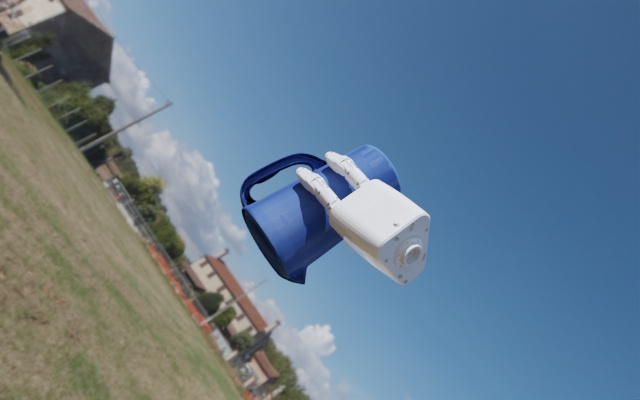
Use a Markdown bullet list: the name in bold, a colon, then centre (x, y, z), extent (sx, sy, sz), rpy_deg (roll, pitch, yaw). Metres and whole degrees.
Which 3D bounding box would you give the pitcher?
- **pitcher**: centre (0.000, 0.003, 0.766), extent (0.243, 0.149, 0.145), rpy_deg (-32, 40, -17)
